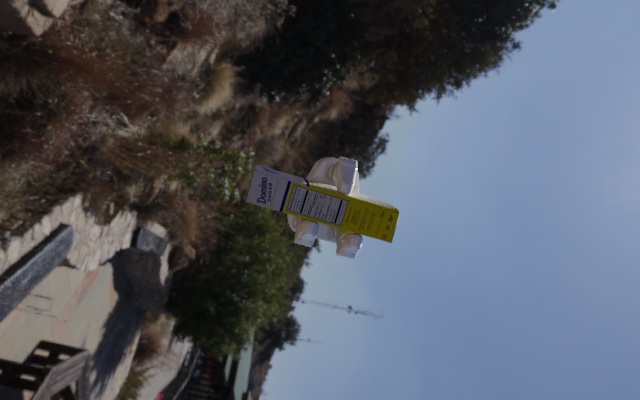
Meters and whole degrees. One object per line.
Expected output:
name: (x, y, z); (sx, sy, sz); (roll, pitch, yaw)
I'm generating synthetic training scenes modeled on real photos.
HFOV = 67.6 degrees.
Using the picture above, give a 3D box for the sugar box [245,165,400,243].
sugar box: (0.000, 0.002, 0.580); (0.176, 0.048, 0.093); (14, 6, -6)
